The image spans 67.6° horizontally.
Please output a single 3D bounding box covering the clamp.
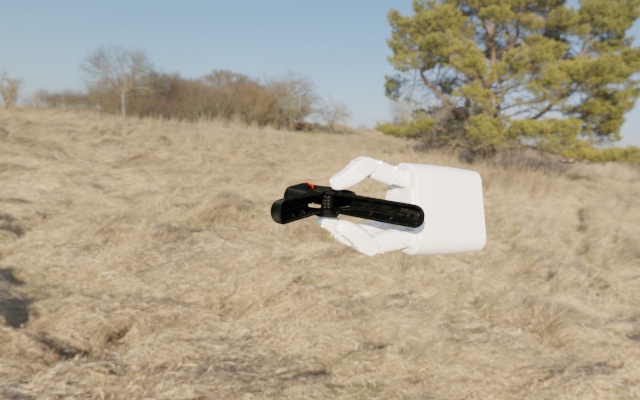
[{"bbox_3d":[0.000,0.001,0.569,0.164,0.036,0.210,3,7,-22],"label":"clamp"}]
